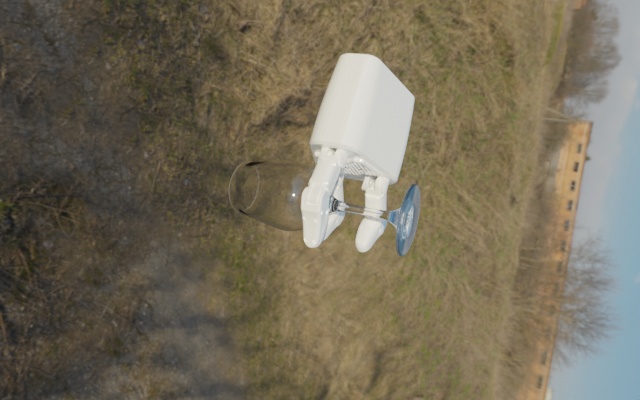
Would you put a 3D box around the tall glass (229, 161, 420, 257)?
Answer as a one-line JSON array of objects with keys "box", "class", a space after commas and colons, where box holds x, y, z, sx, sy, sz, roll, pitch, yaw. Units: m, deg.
[{"box": [0.001, 0.002, 0.517, 0.201, 0.079, 0.079, 11, 4, 24], "class": "tall glass"}]
